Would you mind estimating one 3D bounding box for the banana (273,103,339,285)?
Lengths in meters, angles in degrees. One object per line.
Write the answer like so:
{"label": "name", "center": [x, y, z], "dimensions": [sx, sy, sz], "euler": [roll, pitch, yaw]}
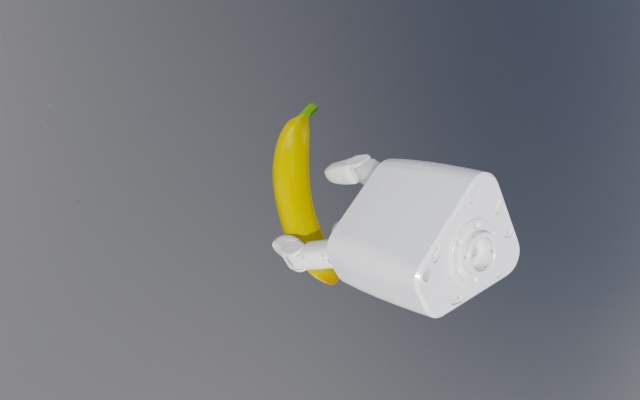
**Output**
{"label": "banana", "center": [-0.015, 0.002, 0.493], "dimensions": [0.069, 0.198, 0.037], "euler": [-14, 13, -35]}
